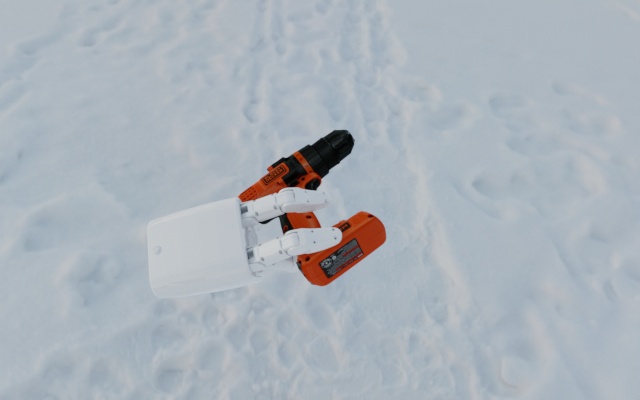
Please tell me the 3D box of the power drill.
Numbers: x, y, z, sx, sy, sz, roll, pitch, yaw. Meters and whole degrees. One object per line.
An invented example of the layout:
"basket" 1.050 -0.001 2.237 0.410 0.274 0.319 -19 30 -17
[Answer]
"power drill" 0.000 0.002 0.597 0.187 0.184 0.057 49 -5 46
